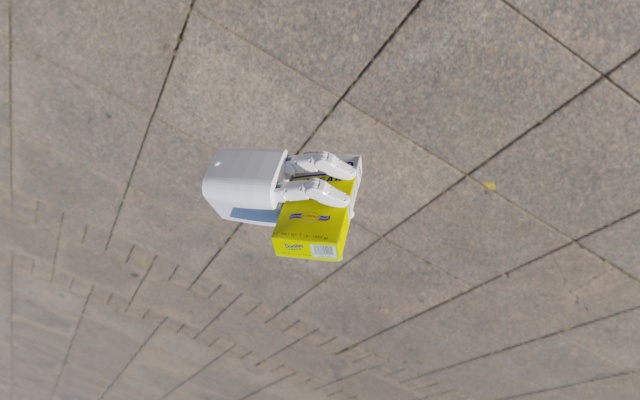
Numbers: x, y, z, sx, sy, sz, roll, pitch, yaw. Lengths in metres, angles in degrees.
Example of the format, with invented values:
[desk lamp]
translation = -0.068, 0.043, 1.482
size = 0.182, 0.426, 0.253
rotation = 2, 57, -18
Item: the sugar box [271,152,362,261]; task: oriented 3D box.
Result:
[sugar box]
translation = 0.000, 0.002, 0.676
size = 0.093, 0.176, 0.048
rotation = 4, -41, 13
